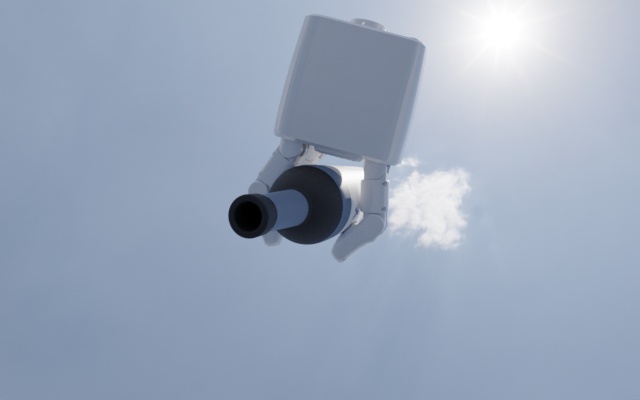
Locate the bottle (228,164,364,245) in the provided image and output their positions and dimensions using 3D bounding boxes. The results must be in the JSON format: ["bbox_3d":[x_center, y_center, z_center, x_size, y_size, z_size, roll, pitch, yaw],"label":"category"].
[{"bbox_3d":[0.000,0.001,0.430,0.069,0.069,0.295,0,3,18],"label":"bottle"}]
